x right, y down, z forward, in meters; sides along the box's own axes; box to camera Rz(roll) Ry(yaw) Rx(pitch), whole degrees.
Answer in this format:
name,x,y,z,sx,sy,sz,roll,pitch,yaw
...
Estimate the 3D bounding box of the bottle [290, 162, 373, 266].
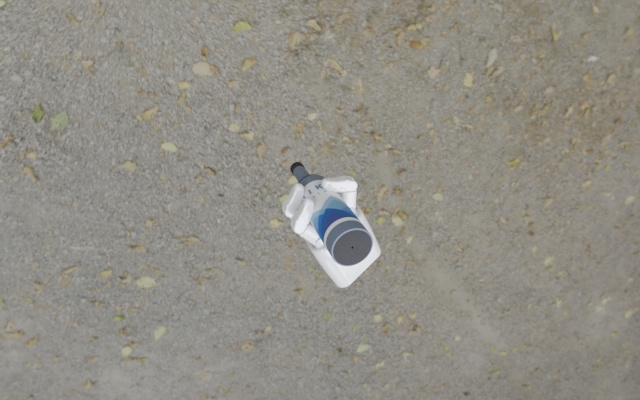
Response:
name,x,y,z,sx,sy,sz,roll,pitch,yaw
bottle,0.000,0.003,0.822,0.069,0.069,0.295,0,27,-21
